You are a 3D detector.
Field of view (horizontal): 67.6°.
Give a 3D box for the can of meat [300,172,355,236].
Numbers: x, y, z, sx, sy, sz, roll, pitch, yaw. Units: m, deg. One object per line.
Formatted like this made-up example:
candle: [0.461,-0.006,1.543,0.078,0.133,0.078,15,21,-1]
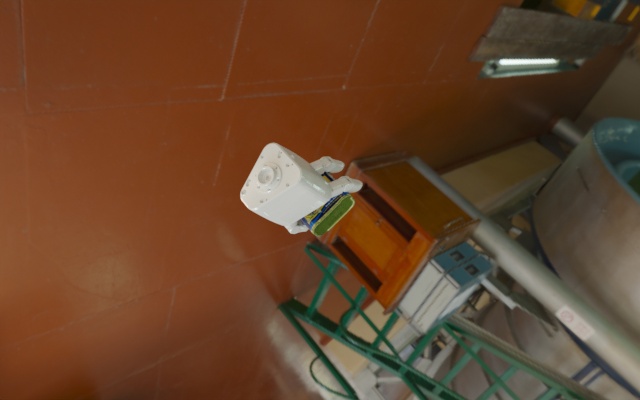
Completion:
can of meat: [0.000,0.003,0.871,0.084,0.102,0.057,47,4,29]
